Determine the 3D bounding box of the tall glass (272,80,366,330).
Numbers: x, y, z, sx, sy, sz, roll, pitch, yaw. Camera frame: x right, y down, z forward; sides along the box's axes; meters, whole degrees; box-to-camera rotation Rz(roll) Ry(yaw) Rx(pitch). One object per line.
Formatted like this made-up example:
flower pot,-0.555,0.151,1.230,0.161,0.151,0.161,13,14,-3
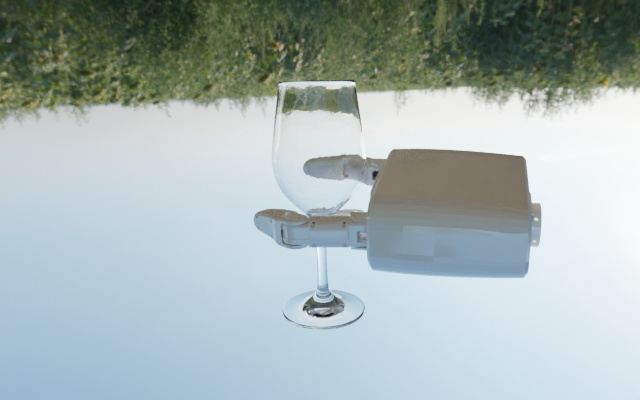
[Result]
tall glass,0.000,0.002,0.405,0.079,0.201,0.079,-2,14,1
